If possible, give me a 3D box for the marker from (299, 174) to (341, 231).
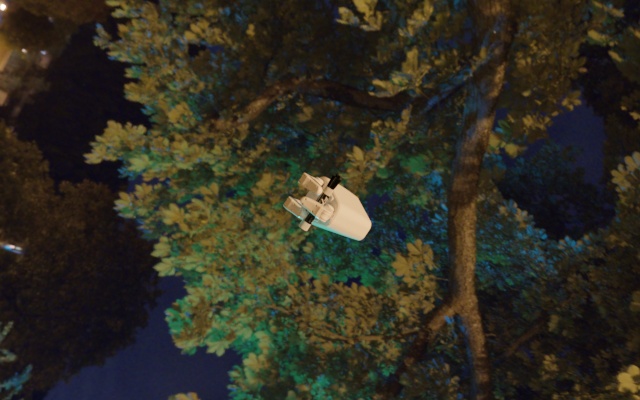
[{"bbox_3d":[0.000,0.003,0.889,0.020,0.121,0.020,33,8,-5],"label":"marker"}]
